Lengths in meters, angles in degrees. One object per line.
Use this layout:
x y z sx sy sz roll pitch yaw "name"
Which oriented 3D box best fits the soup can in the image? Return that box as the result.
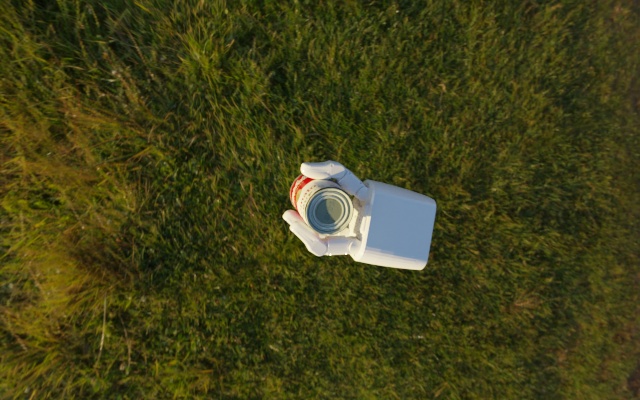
0.000 0.002 0.662 0.068 0.068 0.102 0 15 -14 "soup can"
